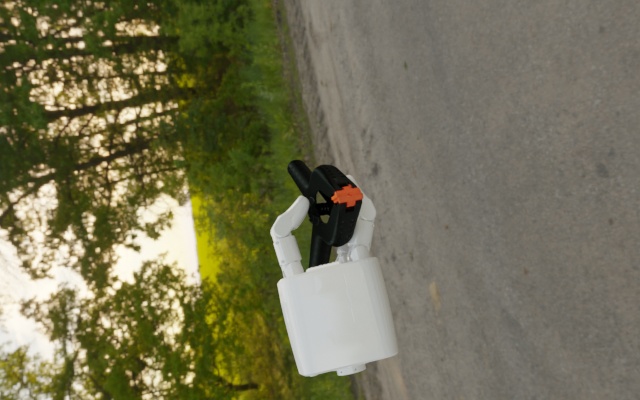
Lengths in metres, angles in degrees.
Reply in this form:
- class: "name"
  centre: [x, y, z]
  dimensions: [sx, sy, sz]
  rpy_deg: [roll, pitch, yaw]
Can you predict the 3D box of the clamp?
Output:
- class: "clamp"
  centre: [-0.001, 0.002, 0.577]
  dimensions: [0.036, 0.164, 0.210]
  rpy_deg: [-12, -13, -16]
